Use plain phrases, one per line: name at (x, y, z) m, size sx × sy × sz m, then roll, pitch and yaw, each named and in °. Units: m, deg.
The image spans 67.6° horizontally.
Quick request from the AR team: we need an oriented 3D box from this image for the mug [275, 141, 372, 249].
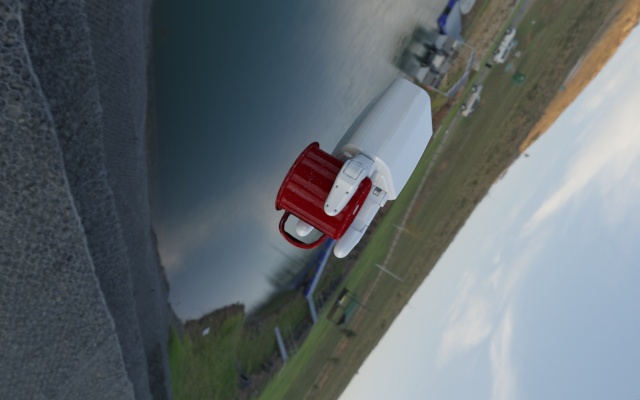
mug at (-0.001, 0.003, 0.547) m, size 0.081 × 0.117 × 0.093 m, roll 31°, pitch -13°, yaw 9°
